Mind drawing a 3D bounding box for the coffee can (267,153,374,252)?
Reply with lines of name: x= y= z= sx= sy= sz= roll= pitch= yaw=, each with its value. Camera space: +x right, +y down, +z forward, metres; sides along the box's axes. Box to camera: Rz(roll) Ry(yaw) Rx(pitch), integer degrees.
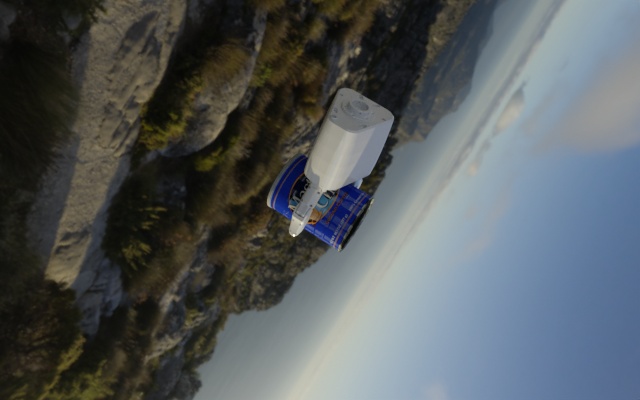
coffee can: x=0.000 y=0.003 z=0.768 sx=0.140 sy=0.103 sz=0.103 roll=32 pitch=6 yaw=10
